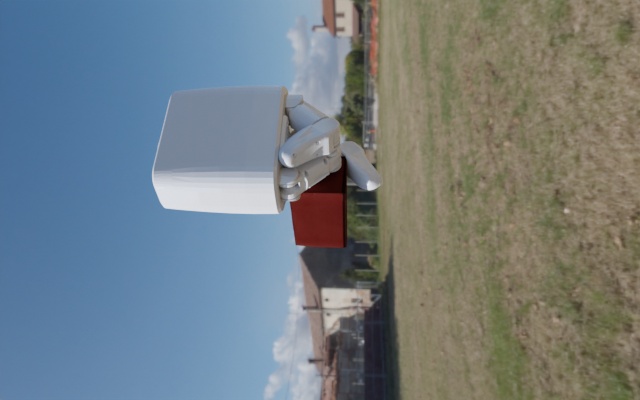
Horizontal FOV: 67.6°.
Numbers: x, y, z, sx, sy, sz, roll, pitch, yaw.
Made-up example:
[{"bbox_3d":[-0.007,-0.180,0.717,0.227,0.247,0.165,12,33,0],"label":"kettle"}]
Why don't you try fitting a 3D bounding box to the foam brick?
[{"bbox_3d":[0.000,0.002,0.463,0.051,0.078,0.053,0,45,4],"label":"foam brick"}]
